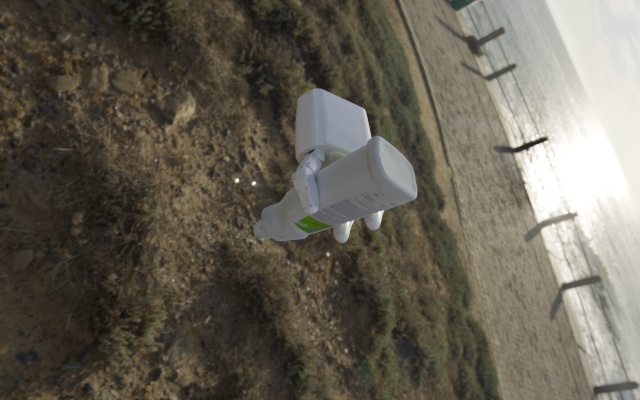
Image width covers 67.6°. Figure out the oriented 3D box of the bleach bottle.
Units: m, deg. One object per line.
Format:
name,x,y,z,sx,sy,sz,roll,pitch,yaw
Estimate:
bleach bottle,0.000,0.002,0.660,0.251,0.068,0.102,-23,-35,31
